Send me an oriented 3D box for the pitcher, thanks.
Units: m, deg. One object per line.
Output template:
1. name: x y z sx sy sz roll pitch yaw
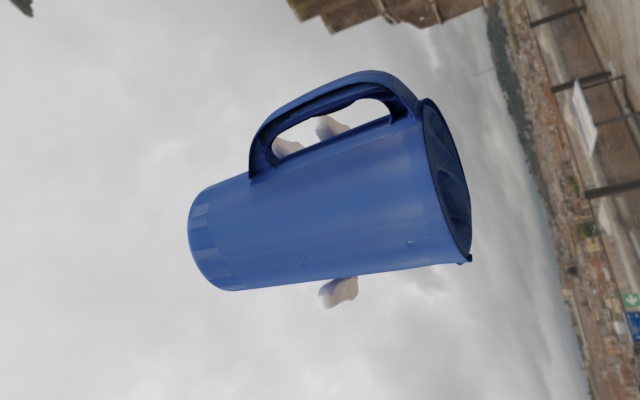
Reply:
1. pitcher: 0.000 0.001 0.421 0.243 0.149 0.145 -15 -14 25
